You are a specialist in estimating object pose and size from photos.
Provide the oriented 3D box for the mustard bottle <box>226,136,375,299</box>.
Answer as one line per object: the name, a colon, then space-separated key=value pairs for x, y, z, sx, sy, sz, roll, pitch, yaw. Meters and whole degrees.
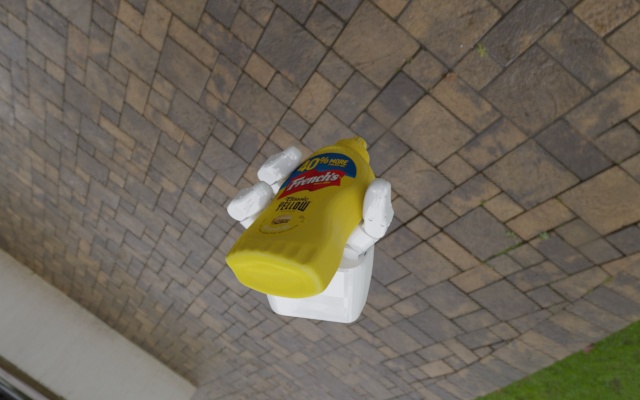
mustard bottle: x=0.000 y=0.001 z=0.448 sx=0.096 sy=0.058 sz=0.191 roll=-2 pitch=39 yaw=36
